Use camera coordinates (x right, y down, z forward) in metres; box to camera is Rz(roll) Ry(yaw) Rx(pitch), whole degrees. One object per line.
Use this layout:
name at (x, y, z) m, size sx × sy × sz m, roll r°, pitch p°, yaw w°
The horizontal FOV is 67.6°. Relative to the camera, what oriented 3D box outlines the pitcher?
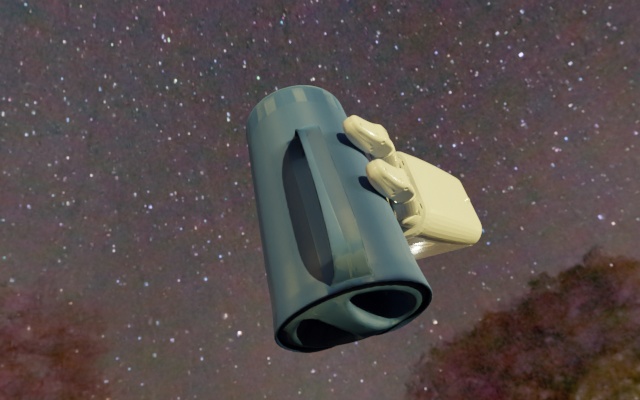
pitcher at (0.000, 0.002, 0.444) m, size 0.145 × 0.242 × 0.149 m, roll 16°, pitch -46°, yaw -39°
